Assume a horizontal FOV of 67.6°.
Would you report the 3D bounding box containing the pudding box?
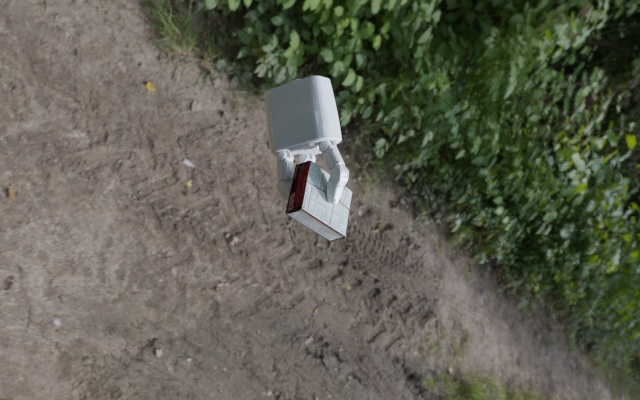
[{"bbox_3d":[0.000,0.002,0.762,0.039,0.090,0.113,-15,-37,41],"label":"pudding box"}]
